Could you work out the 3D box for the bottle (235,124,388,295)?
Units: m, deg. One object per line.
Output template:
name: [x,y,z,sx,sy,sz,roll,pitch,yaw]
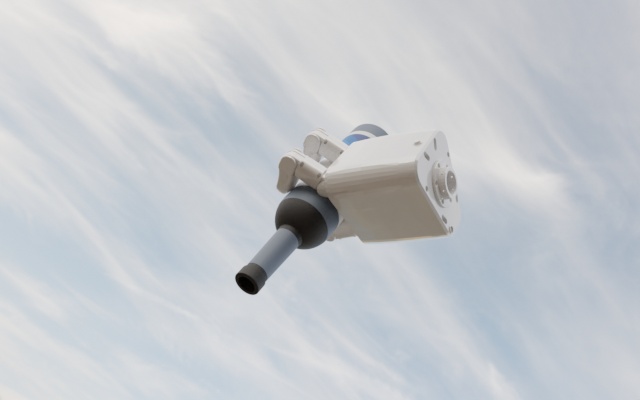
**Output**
bottle: [0.000,0.002,0.553,0.069,0.069,0.295,0,32,34]
